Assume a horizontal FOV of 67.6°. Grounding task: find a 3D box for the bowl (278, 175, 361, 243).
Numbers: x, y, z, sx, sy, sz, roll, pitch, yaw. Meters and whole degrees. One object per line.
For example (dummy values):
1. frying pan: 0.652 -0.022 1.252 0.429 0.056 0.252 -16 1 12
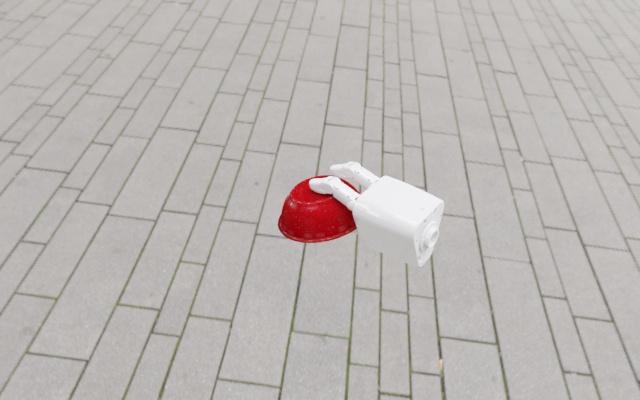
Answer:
1. bowl: -0.001 0.002 0.807 0.162 0.055 0.162 -10 30 6
